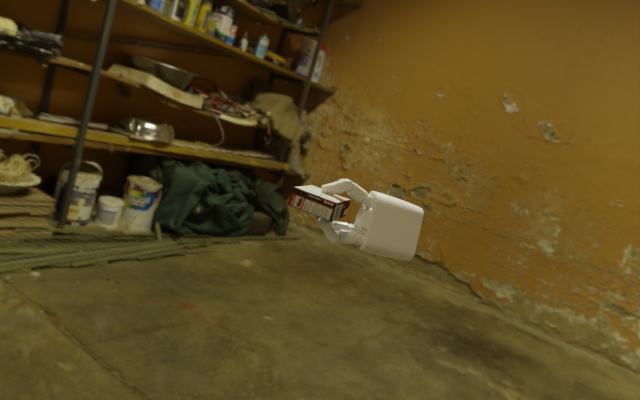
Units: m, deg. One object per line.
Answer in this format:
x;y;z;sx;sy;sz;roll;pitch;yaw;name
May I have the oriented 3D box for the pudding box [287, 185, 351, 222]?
0.000;0.003;0.894;0.090;0.039;0.113;20;8;14;pudding box
